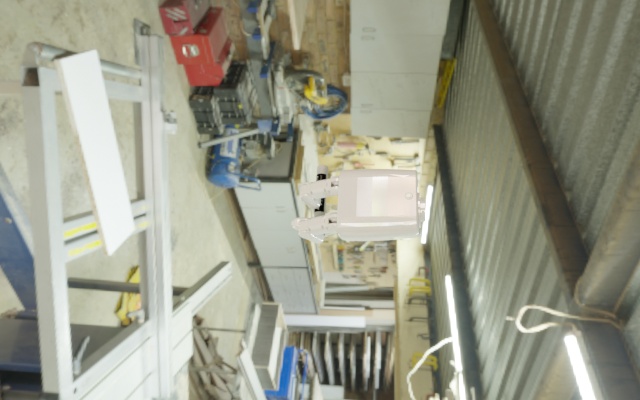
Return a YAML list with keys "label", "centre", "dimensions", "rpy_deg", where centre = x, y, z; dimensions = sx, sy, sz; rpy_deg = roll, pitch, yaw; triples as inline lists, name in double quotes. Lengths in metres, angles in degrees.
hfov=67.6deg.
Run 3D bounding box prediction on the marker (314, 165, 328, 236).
- label: "marker"
  centre: [0.000, 0.002, 0.743]
  dimensions: [0.020, 0.121, 0.020]
  rpy_deg: [3, -22, 1]
